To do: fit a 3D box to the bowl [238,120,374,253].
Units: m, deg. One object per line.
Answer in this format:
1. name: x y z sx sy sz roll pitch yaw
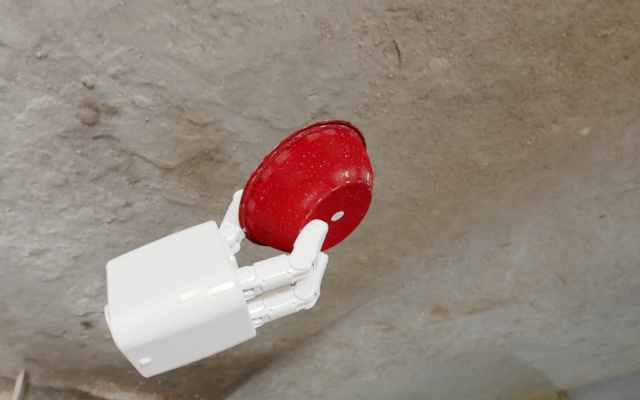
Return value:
1. bowl: 0.001 0.001 0.483 0.162 0.162 0.055 0 37 -48
